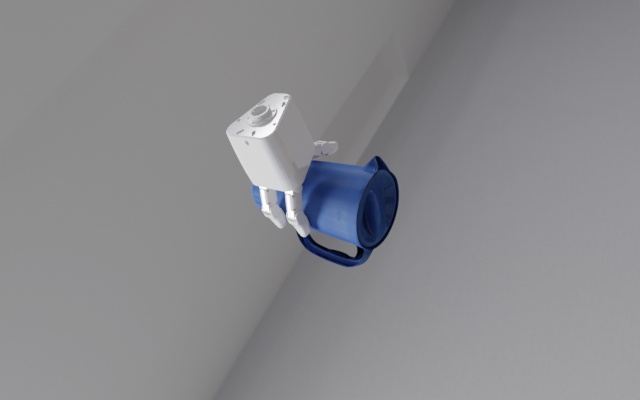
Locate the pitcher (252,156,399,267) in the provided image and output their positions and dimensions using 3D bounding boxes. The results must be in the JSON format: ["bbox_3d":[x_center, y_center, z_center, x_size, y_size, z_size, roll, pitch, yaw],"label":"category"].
[{"bbox_3d":[0.000,0.003,0.824,0.243,0.149,0.145,14,-34,35],"label":"pitcher"}]
